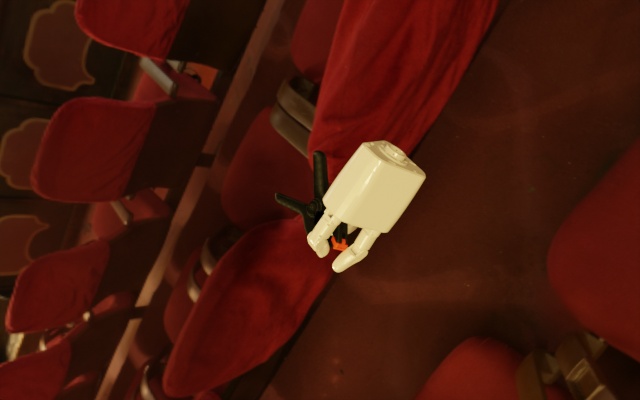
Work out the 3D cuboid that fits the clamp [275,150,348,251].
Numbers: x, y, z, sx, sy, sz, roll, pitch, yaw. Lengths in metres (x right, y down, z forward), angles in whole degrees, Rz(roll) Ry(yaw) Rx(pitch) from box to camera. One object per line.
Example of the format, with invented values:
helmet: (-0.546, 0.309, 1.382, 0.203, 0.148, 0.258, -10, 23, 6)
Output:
clamp: (0.000, 0.003, 0.774, 0.039, 0.120, 0.171, 5, 36, -49)
